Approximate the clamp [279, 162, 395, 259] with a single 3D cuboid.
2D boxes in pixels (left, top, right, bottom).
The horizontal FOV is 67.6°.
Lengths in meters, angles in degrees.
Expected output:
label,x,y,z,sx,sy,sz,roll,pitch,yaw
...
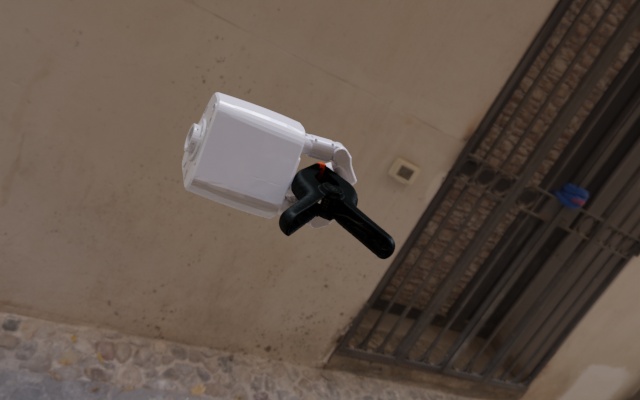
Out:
label,x,y,z,sx,sy,sz,roll,pitch,yaw
clamp,0.000,0.001,0.521,0.120,0.039,0.171,17,20,-26
